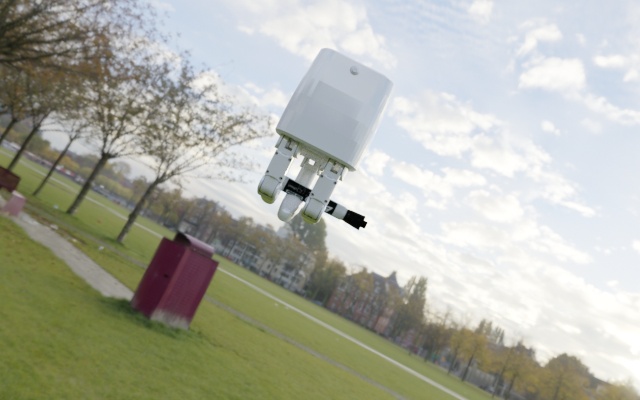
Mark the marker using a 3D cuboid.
[{"bbox_3d":[0.000,0.002,0.560,0.121,0.020,0.020,27,0,0],"label":"marker"}]
